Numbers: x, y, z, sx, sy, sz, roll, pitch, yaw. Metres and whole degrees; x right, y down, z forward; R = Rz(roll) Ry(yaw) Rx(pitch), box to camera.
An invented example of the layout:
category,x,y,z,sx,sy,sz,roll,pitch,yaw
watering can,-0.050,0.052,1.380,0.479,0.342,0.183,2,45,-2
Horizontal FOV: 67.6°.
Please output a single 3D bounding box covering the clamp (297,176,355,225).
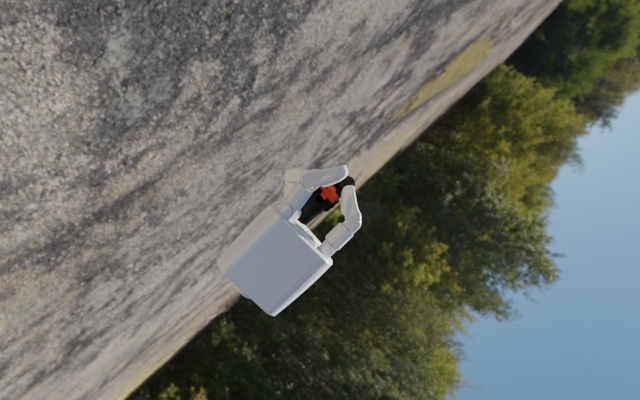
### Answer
category,x,y,z,sx,sy,sz,roll,pitch,yaw
clamp,0.001,0.003,0.702,0.120,0.039,0.171,-44,-5,3
